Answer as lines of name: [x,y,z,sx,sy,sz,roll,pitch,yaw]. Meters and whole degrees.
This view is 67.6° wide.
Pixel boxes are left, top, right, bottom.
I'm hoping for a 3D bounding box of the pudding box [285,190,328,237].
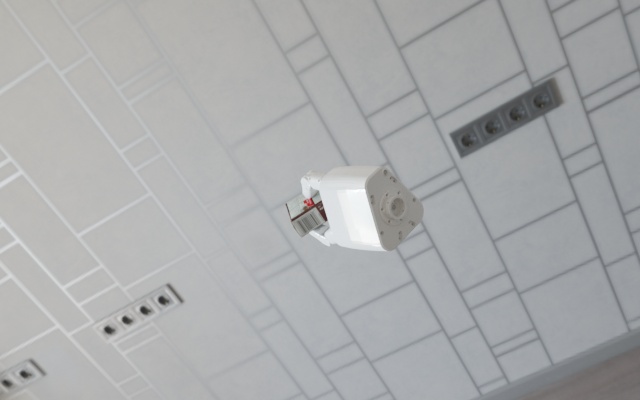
pudding box: [0.000,0.002,0.791,0.113,0.039,0.090,-31,20,1]
